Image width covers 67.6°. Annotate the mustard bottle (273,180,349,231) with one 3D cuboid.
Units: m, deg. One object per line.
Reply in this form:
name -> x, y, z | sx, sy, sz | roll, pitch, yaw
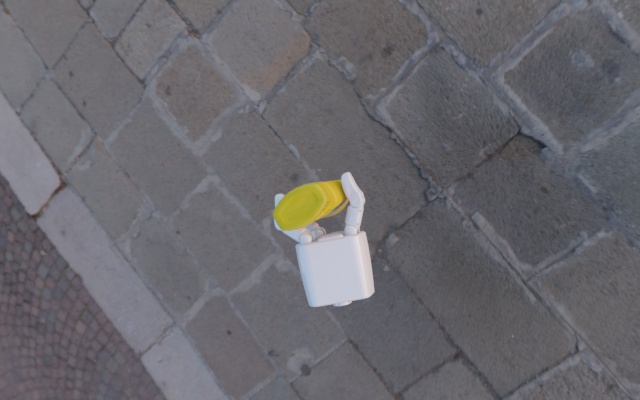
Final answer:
mustard bottle -> 0.000, 0.002, 0.804 | 0.096, 0.058, 0.191 | -36, -8, 20
